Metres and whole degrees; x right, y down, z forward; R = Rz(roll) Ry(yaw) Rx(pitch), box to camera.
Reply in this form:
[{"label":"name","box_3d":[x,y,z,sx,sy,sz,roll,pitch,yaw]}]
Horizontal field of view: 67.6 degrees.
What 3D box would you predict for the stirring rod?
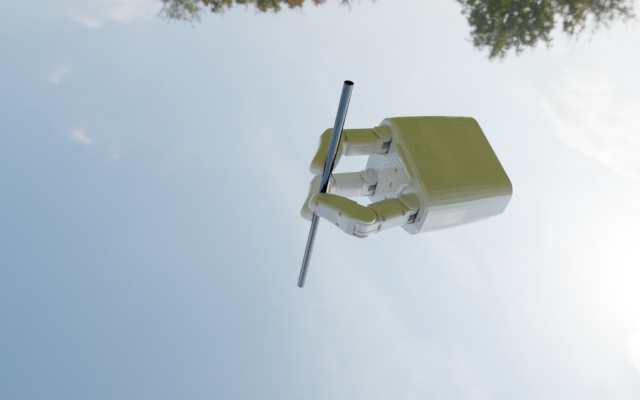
[{"label":"stirring rod","box_3d":[0.000,0.001,0.433,0.011,0.240,0.011,8,41,-7]}]
